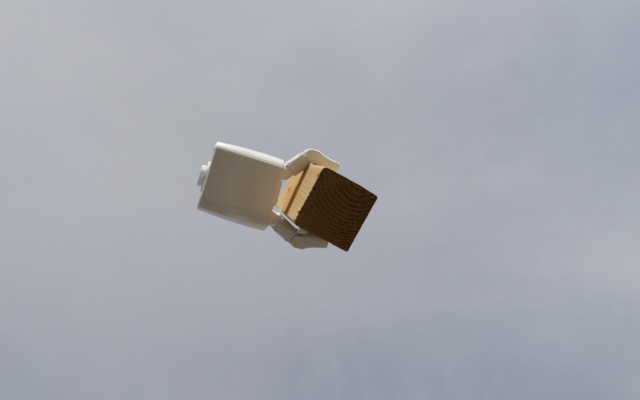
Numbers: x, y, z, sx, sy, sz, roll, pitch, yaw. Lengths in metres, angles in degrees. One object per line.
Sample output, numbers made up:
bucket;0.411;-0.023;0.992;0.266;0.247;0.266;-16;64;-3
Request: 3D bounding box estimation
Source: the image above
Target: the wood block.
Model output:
wood block;0.000;0.002;0.744;0.090;0.091;0.206;29;0;-14
